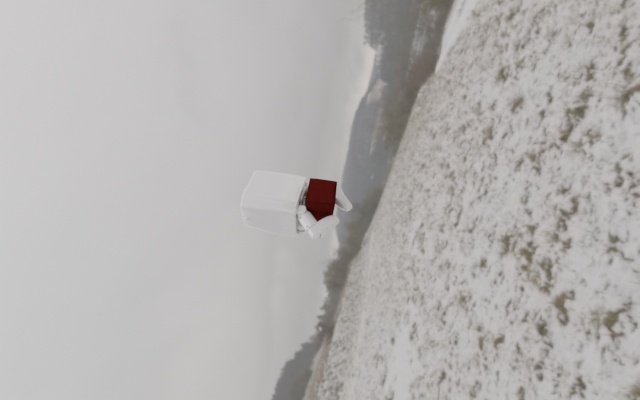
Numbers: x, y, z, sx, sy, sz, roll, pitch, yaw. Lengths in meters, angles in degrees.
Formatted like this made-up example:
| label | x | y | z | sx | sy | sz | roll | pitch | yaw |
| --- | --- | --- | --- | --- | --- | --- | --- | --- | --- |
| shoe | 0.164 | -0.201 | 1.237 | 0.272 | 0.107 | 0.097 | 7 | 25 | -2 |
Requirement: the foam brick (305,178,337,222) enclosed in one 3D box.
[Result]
| label | x | y | z | sx | sy | sz | roll | pitch | yaw |
| --- | --- | --- | --- | --- | --- | --- | --- | --- | --- |
| foam brick | 0.000 | 0.003 | 0.892 | 0.051 | 0.053 | 0.078 | 10 | -33 | 5 |
